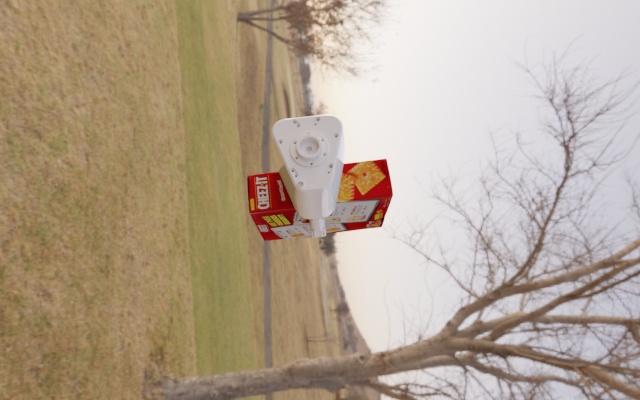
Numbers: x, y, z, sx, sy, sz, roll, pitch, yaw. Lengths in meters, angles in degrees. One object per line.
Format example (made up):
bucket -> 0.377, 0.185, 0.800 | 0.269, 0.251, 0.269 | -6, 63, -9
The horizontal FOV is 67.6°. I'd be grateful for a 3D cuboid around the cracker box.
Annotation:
cracker box -> 0.000, 0.003, 0.779 | 0.214, 0.072, 0.164 | -6, -19, -1
